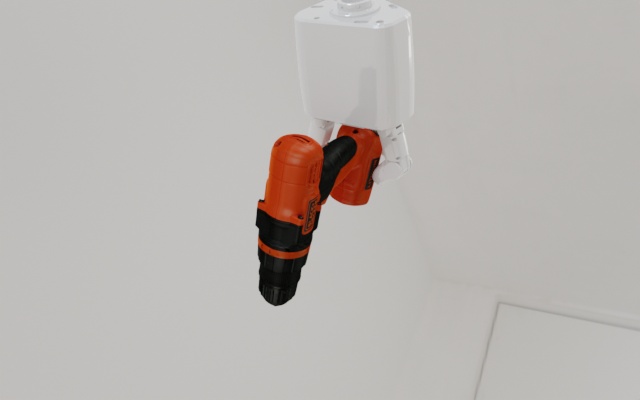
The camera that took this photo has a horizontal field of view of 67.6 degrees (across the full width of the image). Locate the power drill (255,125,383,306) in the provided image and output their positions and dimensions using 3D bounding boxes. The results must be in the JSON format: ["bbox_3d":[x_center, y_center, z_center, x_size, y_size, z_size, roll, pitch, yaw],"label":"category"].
[{"bbox_3d":[0.000,0.001,0.510,0.057,0.184,0.187,23,31,18],"label":"power drill"}]
